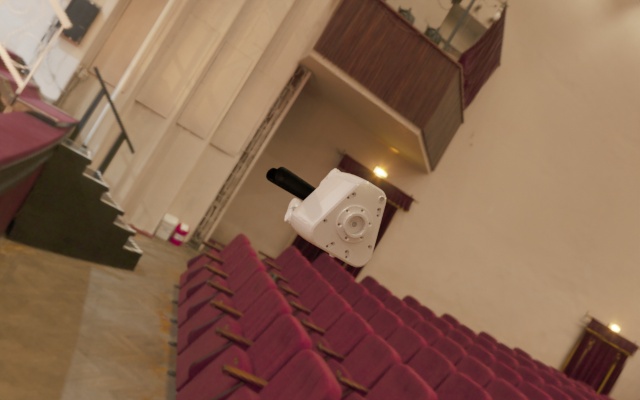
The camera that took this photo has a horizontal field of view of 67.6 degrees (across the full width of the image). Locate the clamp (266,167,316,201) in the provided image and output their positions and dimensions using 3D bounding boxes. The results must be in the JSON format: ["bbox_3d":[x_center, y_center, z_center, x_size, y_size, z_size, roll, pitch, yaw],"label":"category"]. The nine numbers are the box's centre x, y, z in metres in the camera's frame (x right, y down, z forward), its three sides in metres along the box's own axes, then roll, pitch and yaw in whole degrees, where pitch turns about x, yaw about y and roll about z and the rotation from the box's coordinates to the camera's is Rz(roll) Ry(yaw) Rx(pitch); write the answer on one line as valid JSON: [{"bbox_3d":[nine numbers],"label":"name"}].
[{"bbox_3d":[0.001,0.002,0.782,0.210,0.036,0.164,32,-2,-17],"label":"clamp"}]
